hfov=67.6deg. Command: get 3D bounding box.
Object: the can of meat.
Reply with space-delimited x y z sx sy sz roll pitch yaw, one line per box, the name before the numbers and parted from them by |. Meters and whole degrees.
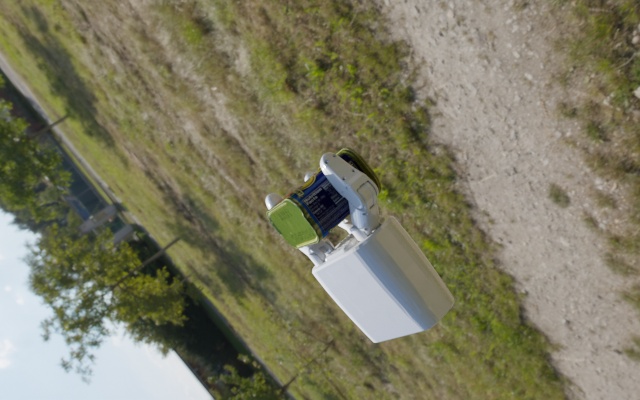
can of meat | 0.000 0.002 0.485 0.084 0.057 0.102 -40 4 -23
